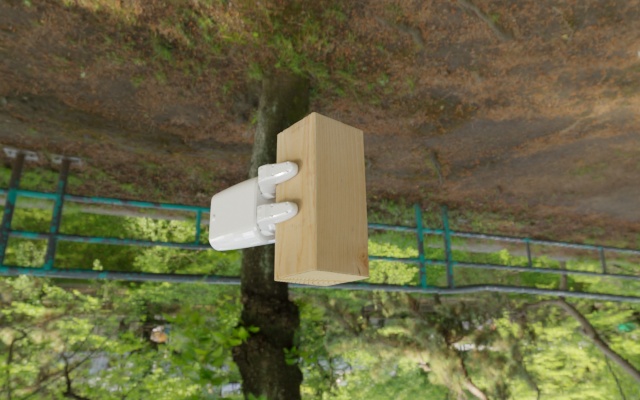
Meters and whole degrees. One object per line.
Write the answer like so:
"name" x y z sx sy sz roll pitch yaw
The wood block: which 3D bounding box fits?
"wood block" 0.000 0.002 0.638 0.091 0.206 0.090 14 -24 -37
